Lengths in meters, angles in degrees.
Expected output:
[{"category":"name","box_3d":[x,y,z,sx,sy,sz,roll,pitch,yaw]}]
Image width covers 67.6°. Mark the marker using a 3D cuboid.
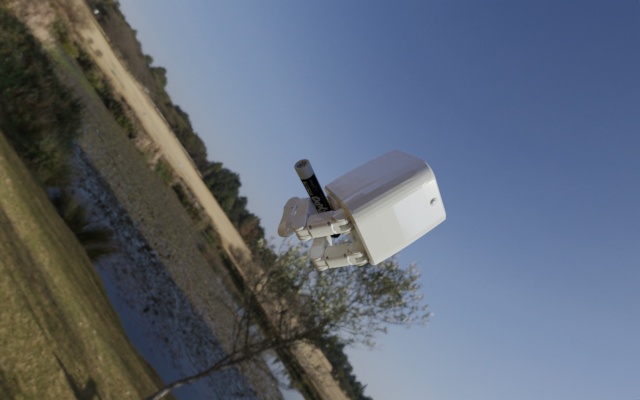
[{"category":"marker","box_3d":[0.000,0.002,0.572,0.020,0.121,0.020,-16,38,13]}]
